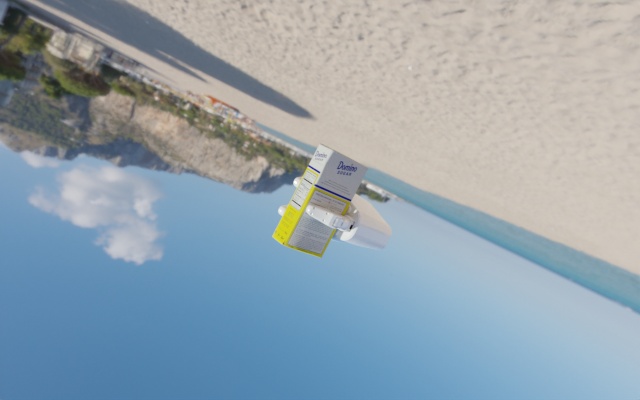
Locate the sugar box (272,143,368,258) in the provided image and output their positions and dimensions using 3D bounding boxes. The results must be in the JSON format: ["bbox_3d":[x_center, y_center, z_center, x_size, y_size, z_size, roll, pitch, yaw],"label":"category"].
[{"bbox_3d":[0.000,0.003,0.801,0.093,0.176,0.048,23,5,-42],"label":"sugar box"}]
